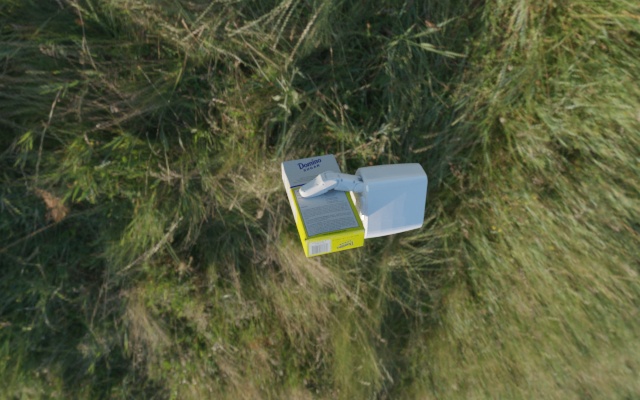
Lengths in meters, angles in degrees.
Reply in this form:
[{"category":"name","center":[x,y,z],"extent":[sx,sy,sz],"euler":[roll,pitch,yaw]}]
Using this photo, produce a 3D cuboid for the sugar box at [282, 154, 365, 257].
[{"category":"sugar box","center":[0.000,0.003,0.764],"extent":[0.093,0.048,0.176],"euler":[-10,45,-10]}]
